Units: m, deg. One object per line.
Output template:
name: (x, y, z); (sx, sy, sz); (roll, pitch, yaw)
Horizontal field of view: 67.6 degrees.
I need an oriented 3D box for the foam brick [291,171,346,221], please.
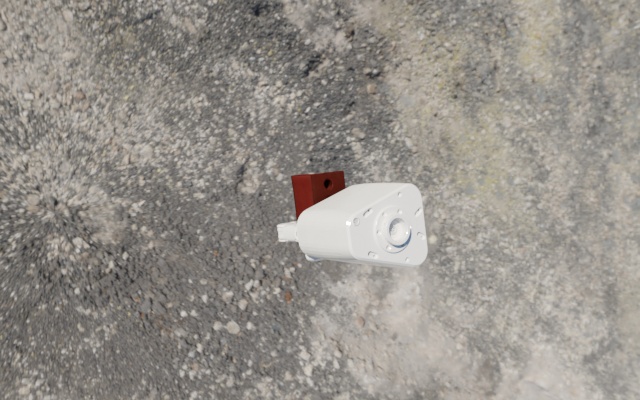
foam brick: (0.000, 0.002, 0.619); (0.053, 0.078, 0.051); (-9, 3, -31)
